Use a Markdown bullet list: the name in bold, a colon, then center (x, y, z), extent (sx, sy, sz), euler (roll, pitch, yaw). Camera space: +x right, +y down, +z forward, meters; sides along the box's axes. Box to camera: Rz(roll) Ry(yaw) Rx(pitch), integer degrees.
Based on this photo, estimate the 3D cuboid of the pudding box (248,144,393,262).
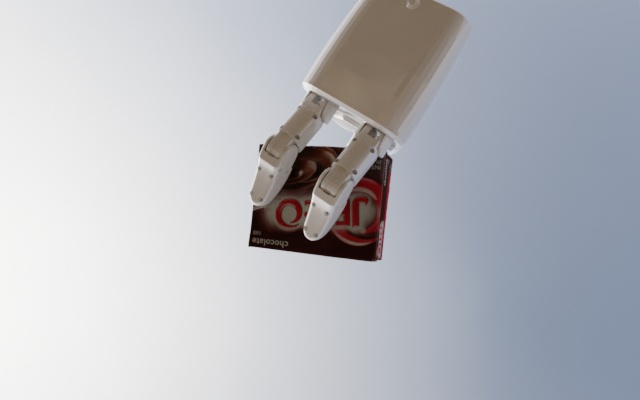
- **pudding box**: center (0.000, 0.001, 0.405), extent (0.113, 0.090, 0.039), euler (4, -5, 19)
